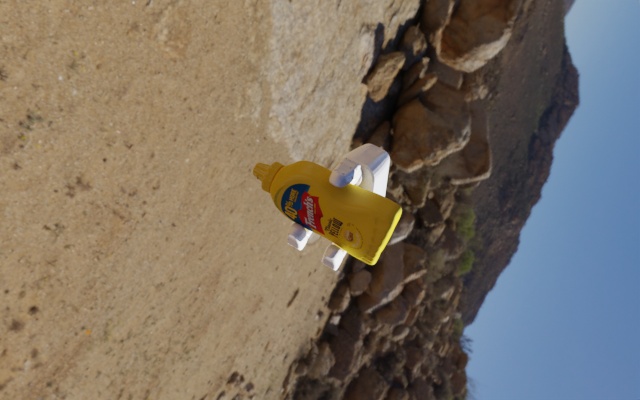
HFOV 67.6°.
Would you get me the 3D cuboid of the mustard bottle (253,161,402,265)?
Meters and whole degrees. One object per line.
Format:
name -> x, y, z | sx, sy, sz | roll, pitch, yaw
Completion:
mustard bottle -> 0.000, 0.002, 0.599 | 0.191, 0.058, 0.096 | 28, -38, 11
